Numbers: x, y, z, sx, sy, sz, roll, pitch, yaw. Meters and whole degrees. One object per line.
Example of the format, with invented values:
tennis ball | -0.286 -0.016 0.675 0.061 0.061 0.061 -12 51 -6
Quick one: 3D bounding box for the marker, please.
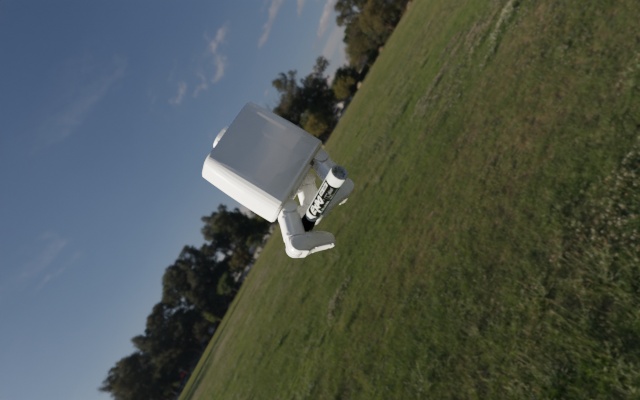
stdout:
marker | 0.000 0.002 0.535 0.020 0.020 0.121 0 -31 -22
